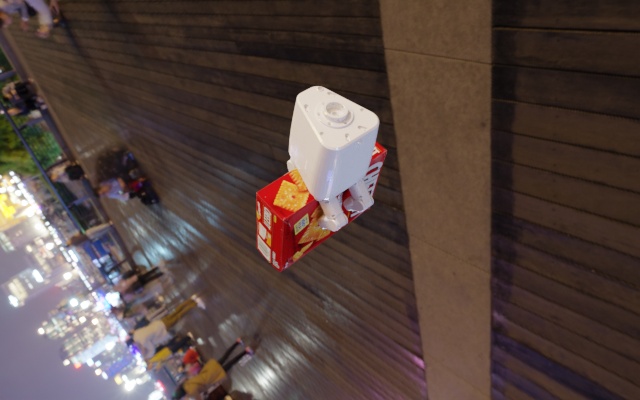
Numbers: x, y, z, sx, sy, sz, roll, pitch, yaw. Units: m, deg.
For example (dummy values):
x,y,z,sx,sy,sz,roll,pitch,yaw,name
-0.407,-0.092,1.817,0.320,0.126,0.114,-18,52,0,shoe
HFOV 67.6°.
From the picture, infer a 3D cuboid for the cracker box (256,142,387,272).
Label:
x,y,z,sx,sy,sz,roll,pitch,yaw,name
0.000,0.002,0.770,0.213,0.072,0.164,-33,-25,-26,cracker box
